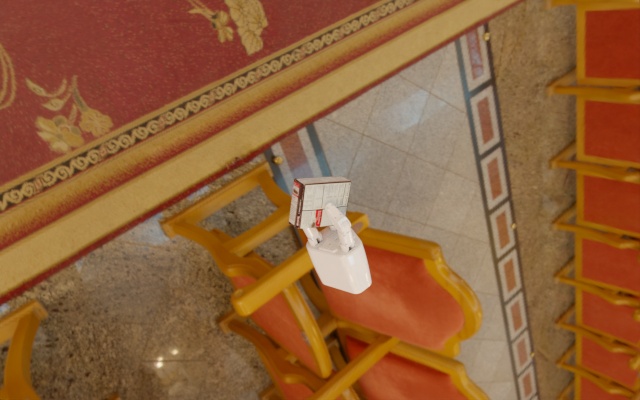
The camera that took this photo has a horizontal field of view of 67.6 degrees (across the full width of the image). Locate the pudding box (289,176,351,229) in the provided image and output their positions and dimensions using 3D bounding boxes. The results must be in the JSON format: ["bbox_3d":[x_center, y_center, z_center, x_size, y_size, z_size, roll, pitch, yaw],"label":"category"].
[{"bbox_3d":[0.000,0.003,0.895,0.113,0.090,0.039,-5,21,-37],"label":"pudding box"}]
